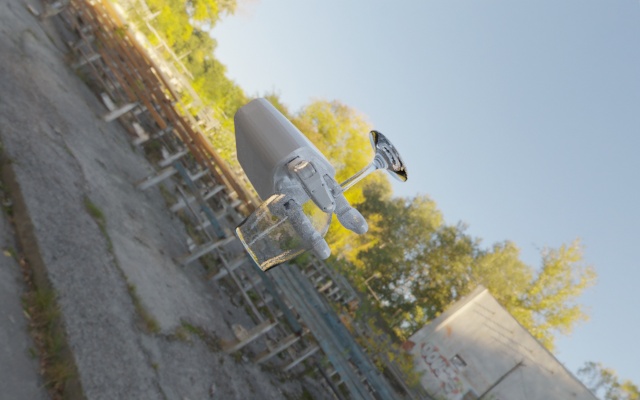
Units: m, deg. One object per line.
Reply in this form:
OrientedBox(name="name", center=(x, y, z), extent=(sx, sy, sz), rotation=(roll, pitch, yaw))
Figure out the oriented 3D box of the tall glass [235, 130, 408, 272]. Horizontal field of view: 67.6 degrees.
OrientedBox(name="tall glass", center=(0.001, 0.002, 0.559), extent=(0.201, 0.079, 0.079), rotation=(-34, 5, -8))
